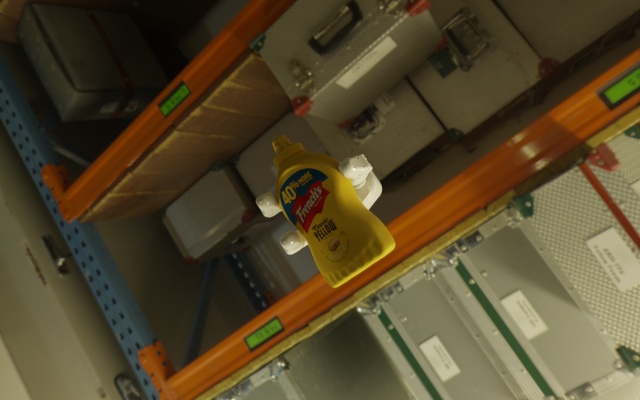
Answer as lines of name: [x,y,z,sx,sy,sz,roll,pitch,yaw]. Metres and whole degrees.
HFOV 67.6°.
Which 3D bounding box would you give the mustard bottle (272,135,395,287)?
mustard bottle: [0.000,0.002,0.576,0.096,0.191,0.058,-40,-12,34]
